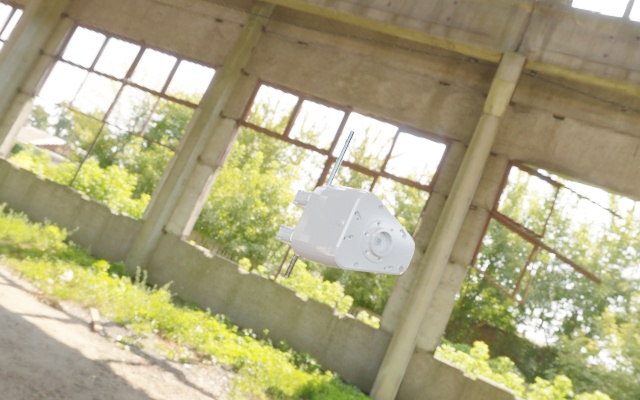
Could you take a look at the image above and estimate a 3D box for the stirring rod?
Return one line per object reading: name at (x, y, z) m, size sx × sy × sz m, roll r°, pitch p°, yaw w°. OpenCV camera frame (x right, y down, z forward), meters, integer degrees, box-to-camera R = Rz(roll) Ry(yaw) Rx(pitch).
stirring rod at (0.000, 0.002, 0.707) m, size 0.011 × 0.239 × 0.011 m, roll 24°, pitch -10°, yaw 4°
